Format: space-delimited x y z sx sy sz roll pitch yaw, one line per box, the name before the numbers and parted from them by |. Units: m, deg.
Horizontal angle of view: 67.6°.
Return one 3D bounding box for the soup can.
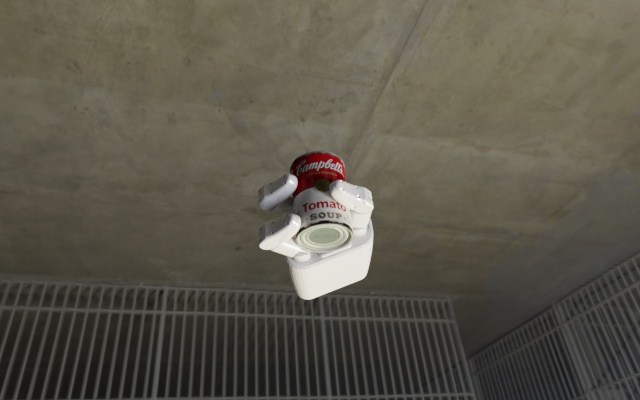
soup can | 0.000 0.002 0.564 0.068 0.102 0.069 -4 -34 -3
